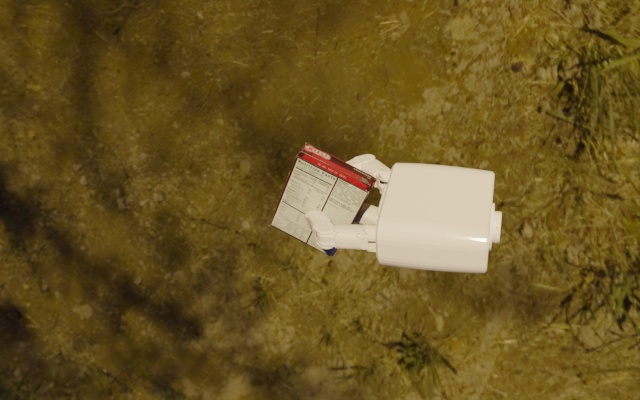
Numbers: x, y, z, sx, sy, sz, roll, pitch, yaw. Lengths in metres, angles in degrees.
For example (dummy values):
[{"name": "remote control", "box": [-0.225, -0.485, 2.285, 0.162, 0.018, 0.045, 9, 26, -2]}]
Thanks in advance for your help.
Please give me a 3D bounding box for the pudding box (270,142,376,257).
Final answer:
[{"name": "pudding box", "box": [0.000, 0.002, 0.552, 0.090, 0.114, 0.039, 28, 36, 3]}]
